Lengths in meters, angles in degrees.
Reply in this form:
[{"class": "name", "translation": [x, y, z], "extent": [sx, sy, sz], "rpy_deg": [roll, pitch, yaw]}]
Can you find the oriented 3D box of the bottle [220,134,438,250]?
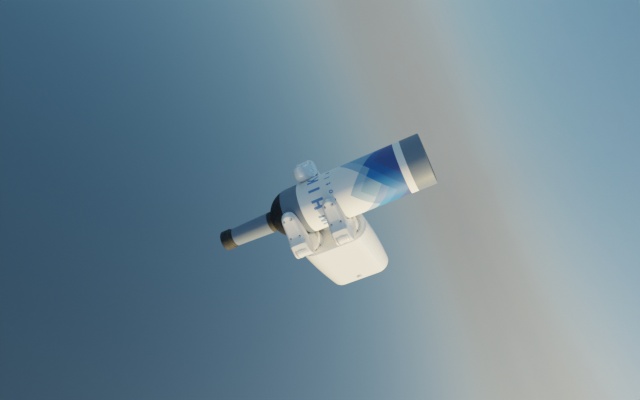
[{"class": "bottle", "translation": [0.000, 0.002, 0.624], "extent": [0.296, 0.069, 0.069], "rpy_deg": [-22, -6, 14]}]
